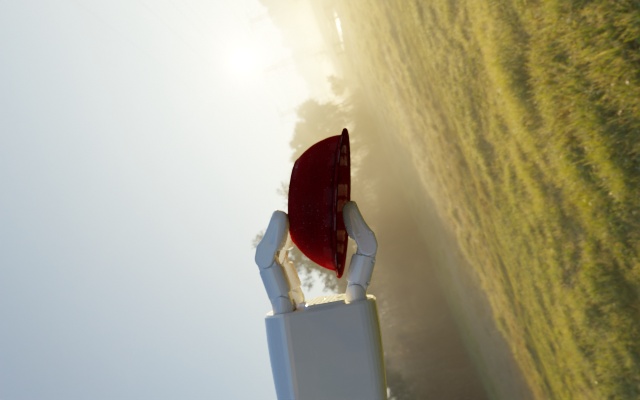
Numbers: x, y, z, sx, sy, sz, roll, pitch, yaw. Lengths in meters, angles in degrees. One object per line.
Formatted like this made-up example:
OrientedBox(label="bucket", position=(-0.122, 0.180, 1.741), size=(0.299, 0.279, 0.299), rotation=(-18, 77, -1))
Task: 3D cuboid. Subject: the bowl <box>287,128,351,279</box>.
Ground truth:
OrientedBox(label="bowl", position=(0.000, 0.000, 0.518), size=(0.055, 0.162, 0.162), rotation=(3, 0, 8))
